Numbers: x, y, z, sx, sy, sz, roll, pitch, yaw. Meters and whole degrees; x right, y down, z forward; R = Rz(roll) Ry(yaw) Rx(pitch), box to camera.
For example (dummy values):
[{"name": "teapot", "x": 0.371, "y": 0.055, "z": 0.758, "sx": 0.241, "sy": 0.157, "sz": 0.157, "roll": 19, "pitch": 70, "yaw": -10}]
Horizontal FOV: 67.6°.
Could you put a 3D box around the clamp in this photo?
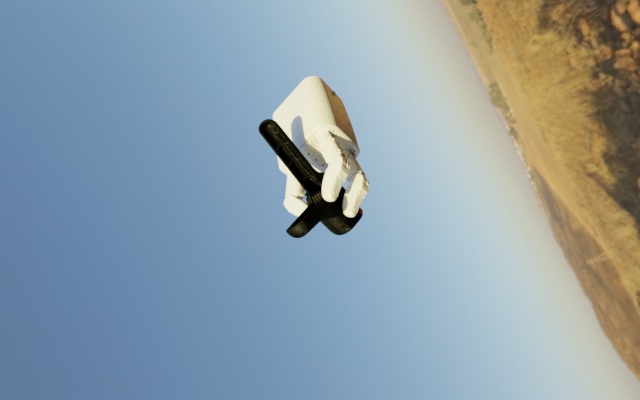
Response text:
[{"name": "clamp", "x": 0.000, "y": 0.002, "z": 0.630, "sx": 0.036, "sy": 0.164, "sz": 0.210, "roll": -28, "pitch": -37, "yaw": 22}]
